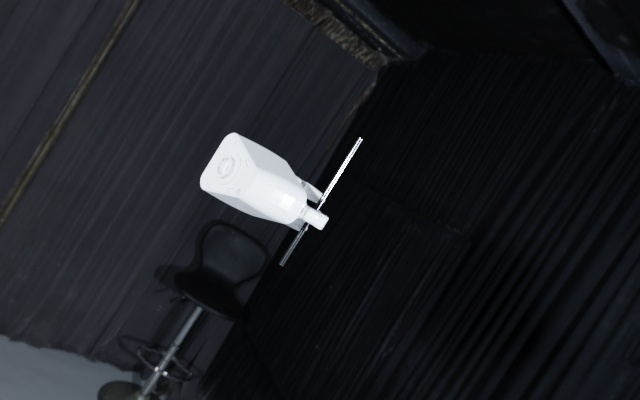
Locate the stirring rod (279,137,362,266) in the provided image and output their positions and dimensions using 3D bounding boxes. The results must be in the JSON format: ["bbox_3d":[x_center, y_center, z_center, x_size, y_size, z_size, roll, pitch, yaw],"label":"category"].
[{"bbox_3d":[0.000,0.003,0.769,0.011,0.239,0.011,32,2,-1],"label":"stirring rod"}]
